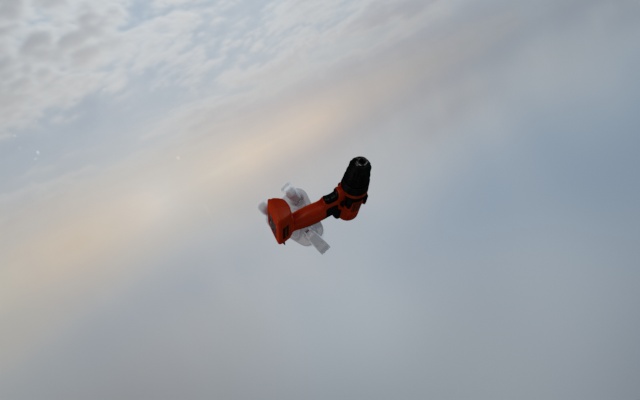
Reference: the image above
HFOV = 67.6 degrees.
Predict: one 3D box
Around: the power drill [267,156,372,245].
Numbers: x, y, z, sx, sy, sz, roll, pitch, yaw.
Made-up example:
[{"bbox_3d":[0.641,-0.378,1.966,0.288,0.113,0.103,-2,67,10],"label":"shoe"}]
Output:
[{"bbox_3d":[0.000,0.003,0.856,0.187,0.057,0.185,-19,-28,-16],"label":"power drill"}]
